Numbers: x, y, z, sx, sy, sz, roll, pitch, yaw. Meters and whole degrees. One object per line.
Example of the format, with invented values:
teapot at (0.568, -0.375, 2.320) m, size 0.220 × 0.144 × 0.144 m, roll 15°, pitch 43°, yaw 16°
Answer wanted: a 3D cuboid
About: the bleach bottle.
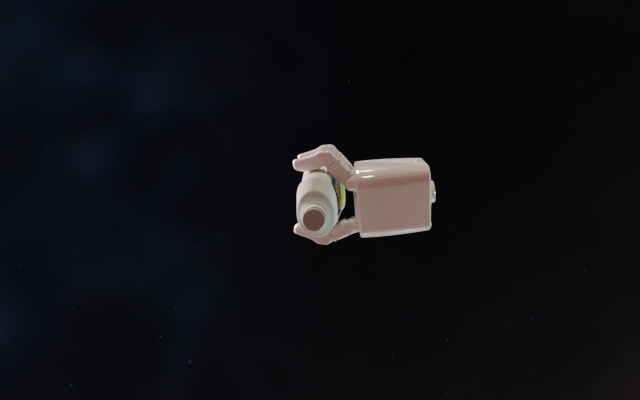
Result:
bleach bottle at (0.000, 0.002, 0.710) m, size 0.068 × 0.102 × 0.250 m, roll -5°, pitch 14°, yaw 5°
